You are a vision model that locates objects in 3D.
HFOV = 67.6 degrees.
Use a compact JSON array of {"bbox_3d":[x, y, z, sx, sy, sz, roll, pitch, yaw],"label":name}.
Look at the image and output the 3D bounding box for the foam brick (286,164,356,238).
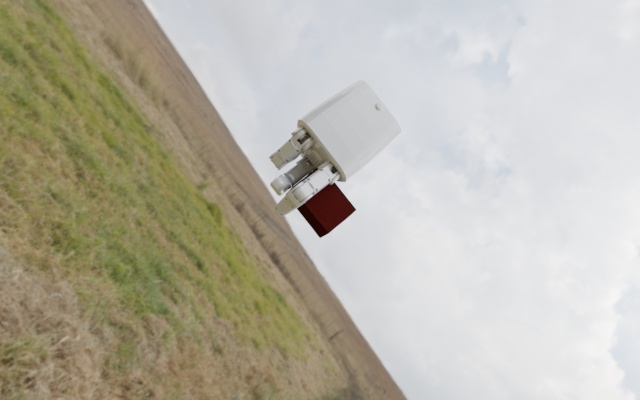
[{"bbox_3d":[0.000,0.002,0.634,0.051,0.078,0.053,-38,1,-17],"label":"foam brick"}]
